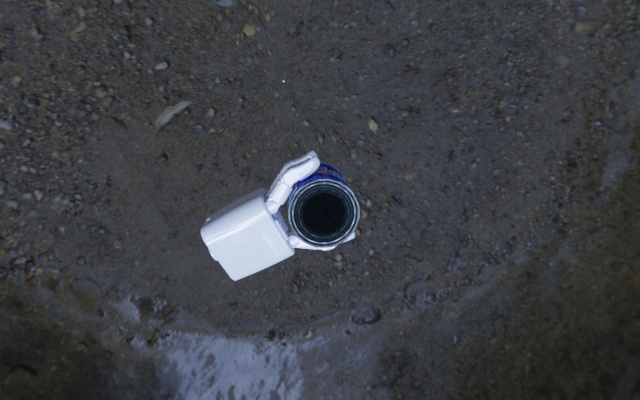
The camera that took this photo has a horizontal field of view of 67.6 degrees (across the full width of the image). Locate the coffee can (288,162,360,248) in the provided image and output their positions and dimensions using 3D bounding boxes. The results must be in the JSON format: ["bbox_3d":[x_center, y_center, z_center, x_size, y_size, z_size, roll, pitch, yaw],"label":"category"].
[{"bbox_3d":[0.000,0.002,0.742,0.103,0.103,0.140,0,14,-4],"label":"coffee can"}]
